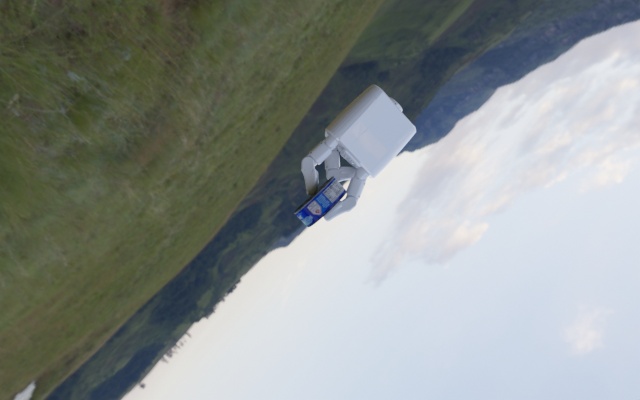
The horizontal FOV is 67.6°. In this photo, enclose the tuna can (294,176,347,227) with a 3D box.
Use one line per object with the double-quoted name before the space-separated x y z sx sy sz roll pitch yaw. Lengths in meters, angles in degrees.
"tuna can" 0.000 0.003 0.750 0.086 0.034 0.086 -43 4 3
